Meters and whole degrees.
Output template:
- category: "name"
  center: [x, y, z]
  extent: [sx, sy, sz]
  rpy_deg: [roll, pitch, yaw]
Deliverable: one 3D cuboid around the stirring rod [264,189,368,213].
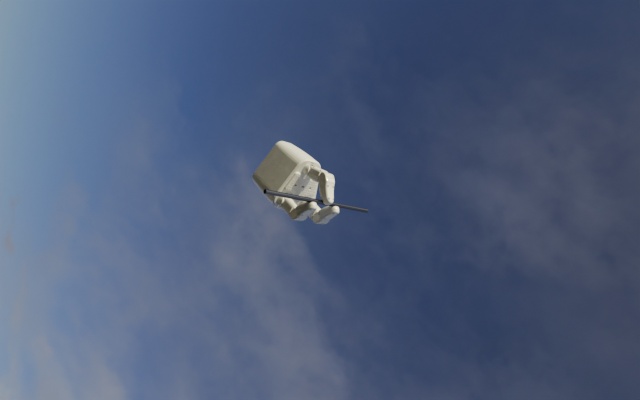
- category: "stirring rod"
  center: [0.000, 0.003, 0.851]
  extent: [0.239, 0.011, 0.011]
  rpy_deg: [11, -7, -40]
